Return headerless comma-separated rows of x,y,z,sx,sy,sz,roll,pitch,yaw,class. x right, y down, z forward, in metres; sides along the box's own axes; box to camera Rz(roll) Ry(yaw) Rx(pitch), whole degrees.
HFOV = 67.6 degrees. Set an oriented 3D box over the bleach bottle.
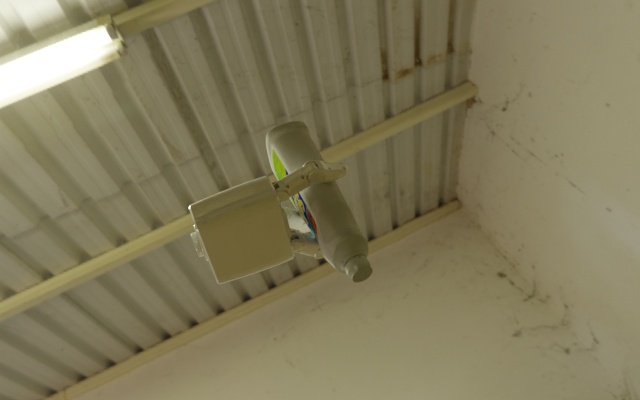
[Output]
0.000,0.002,0.647,0.068,0.103,0.250,-20,48,-13,bleach bottle
